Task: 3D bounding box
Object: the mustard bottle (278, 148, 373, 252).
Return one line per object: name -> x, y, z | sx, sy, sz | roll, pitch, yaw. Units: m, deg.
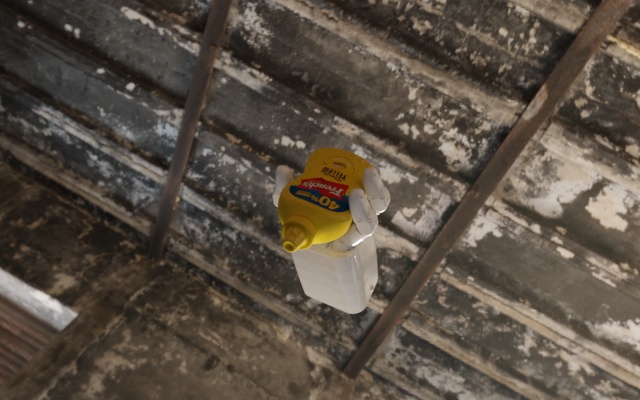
mustard bottle -> 0.000, 0.002, 0.607 | 0.096, 0.058, 0.191 | 23, 39, 10
